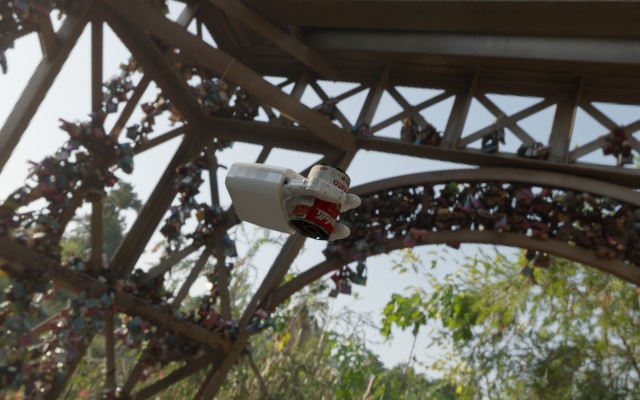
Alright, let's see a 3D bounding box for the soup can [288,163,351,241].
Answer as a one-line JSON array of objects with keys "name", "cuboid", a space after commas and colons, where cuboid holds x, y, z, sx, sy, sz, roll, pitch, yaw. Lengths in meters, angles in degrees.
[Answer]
[{"name": "soup can", "cuboid": [0.001, 0.002, 0.742, 0.068, 0.102, 0.068, 19, -23, 8]}]
